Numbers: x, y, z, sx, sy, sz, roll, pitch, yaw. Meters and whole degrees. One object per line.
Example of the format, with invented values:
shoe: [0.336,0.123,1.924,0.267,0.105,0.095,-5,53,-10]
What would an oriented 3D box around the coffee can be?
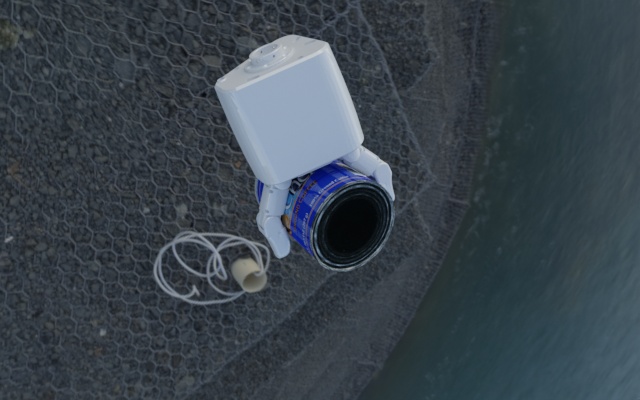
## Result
coffee can: [0.000,0.002,0.538,0.103,0.103,0.140,0,22,-33]
